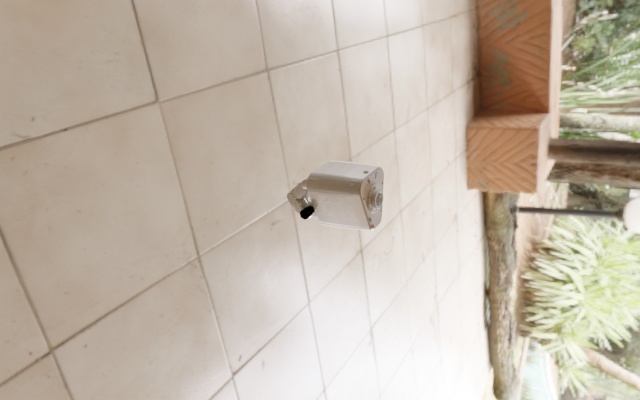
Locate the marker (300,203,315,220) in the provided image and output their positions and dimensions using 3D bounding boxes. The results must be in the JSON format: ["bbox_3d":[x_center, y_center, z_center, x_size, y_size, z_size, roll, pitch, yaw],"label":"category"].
[{"bbox_3d":[0.000,0.003,0.884,0.020,0.020,0.121,0,24,36],"label":"marker"}]
